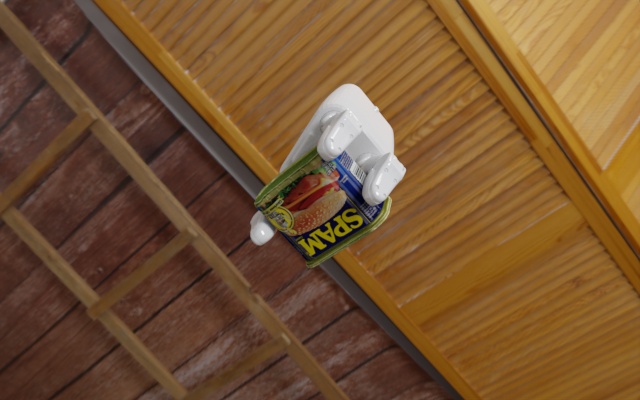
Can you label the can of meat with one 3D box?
[{"bbox_3d":[0.000,0.001,0.447,0.102,0.084,0.057,-35,15,29],"label":"can of meat"}]
